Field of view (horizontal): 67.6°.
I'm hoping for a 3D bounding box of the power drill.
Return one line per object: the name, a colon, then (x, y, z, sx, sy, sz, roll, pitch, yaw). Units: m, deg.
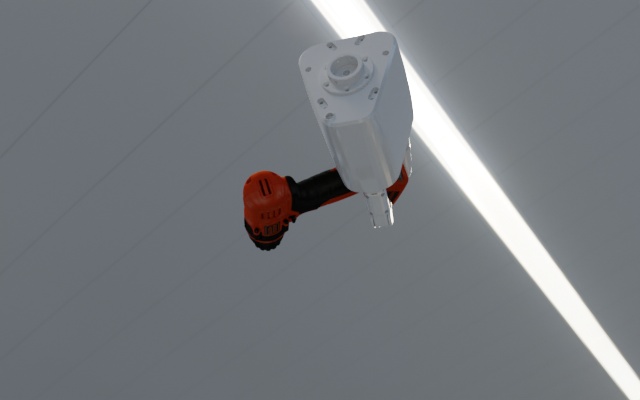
power drill: (0.001, 0.002, 0.570, 0.187, 0.057, 0.184, -18, -17, -12)
